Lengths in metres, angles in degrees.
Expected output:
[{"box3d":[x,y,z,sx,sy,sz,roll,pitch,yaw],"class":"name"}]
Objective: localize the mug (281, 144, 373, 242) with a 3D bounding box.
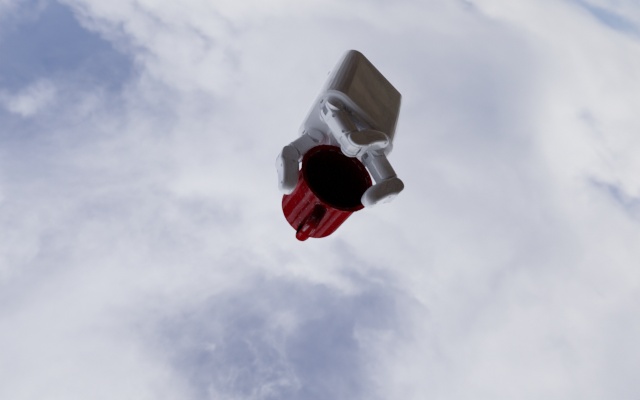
[{"box3d":[0.000,0.003,0.567,0.093,0.117,0.081,30,-42,-9],"class":"mug"}]
